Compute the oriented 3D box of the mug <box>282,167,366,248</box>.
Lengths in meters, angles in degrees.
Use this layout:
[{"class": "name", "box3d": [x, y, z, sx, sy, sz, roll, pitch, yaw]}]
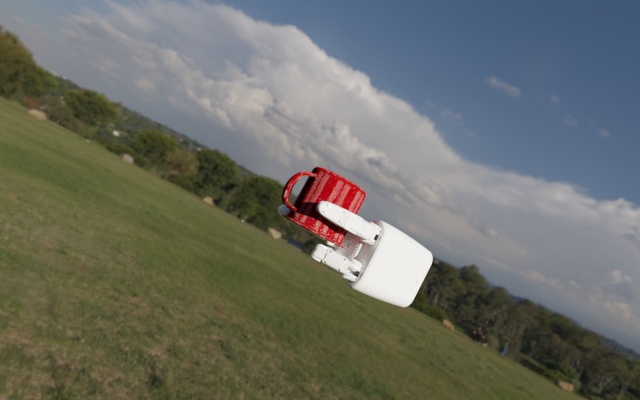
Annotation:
[{"class": "mug", "box3d": [-0.001, 0.001, 0.640, 0.117, 0.081, 0.093, 30, -4, -31]}]
